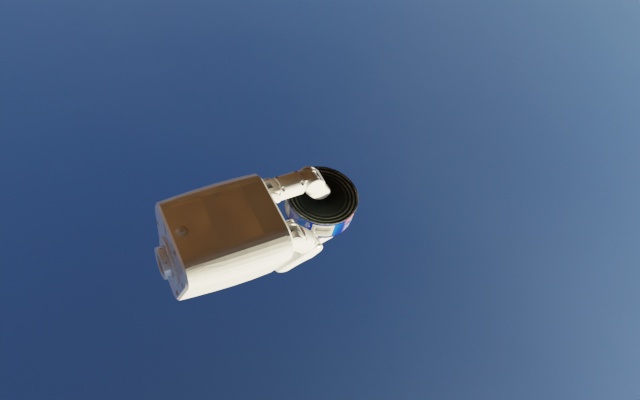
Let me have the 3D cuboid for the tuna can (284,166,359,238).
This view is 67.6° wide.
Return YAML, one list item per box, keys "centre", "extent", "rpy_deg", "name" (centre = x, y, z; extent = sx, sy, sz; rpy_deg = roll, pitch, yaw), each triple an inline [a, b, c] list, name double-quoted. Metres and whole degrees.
- centre: [0.000, 0.002, 0.572]
  extent: [0.086, 0.086, 0.034]
  rpy_deg: [0, -37, -13]
  name: "tuna can"
